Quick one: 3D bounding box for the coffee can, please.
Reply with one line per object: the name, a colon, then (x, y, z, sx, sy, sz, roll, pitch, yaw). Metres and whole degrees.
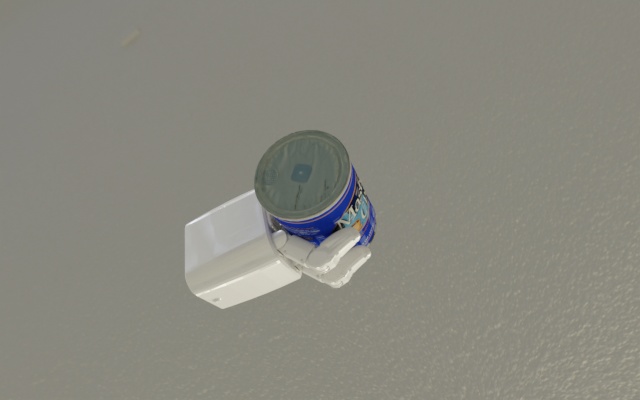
coffee can: (0.000, 0.002, 0.538, 0.103, 0.102, 0.140, 0, -26, 19)
